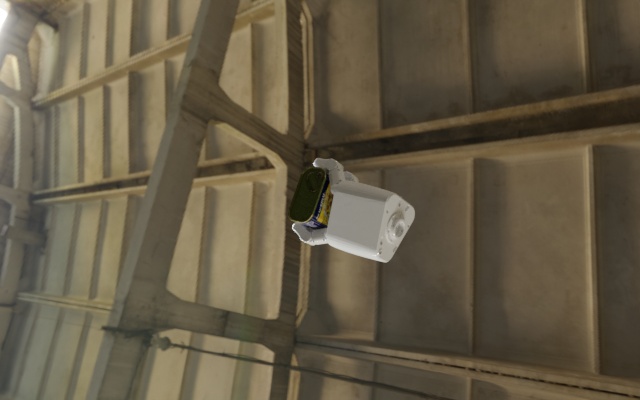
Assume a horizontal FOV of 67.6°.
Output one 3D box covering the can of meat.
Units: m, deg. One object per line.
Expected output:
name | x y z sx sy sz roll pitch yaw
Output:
can of meat | 0.000 0.003 0.850 0.057 0.102 0.084 9 -14 41
